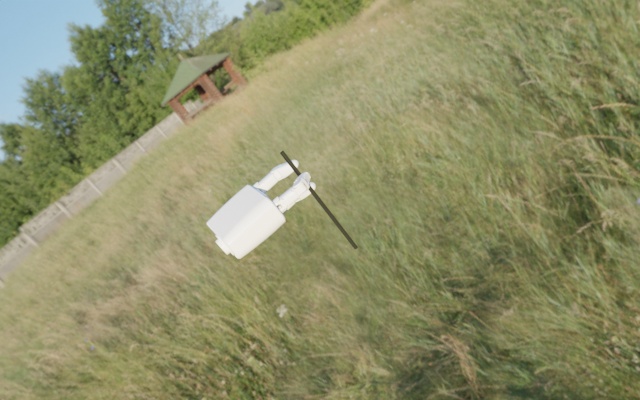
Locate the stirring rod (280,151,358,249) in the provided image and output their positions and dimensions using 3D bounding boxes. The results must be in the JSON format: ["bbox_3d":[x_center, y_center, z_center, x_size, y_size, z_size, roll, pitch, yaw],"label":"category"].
[{"bbox_3d":[0.000,0.003,0.895,0.011,0.239,0.011,-33,20,13],"label":"stirring rod"}]
